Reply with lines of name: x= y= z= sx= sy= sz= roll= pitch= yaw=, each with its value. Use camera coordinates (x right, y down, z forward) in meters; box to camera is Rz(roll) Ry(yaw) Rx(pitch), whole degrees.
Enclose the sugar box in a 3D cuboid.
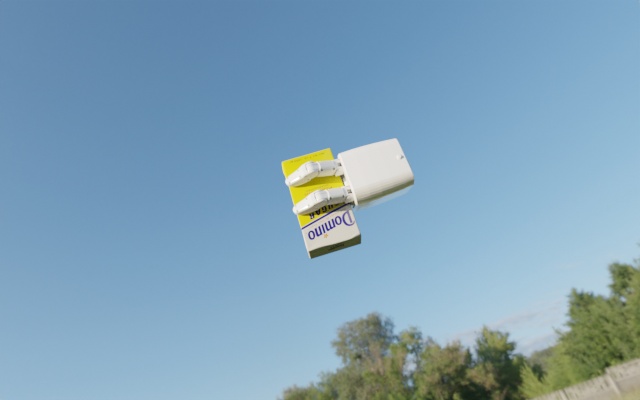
sugar box: x=0.000 y=0.002 z=0.819 sx=0.093 sy=0.176 sz=0.048 roll=-17 pitch=-28 yaw=-3
